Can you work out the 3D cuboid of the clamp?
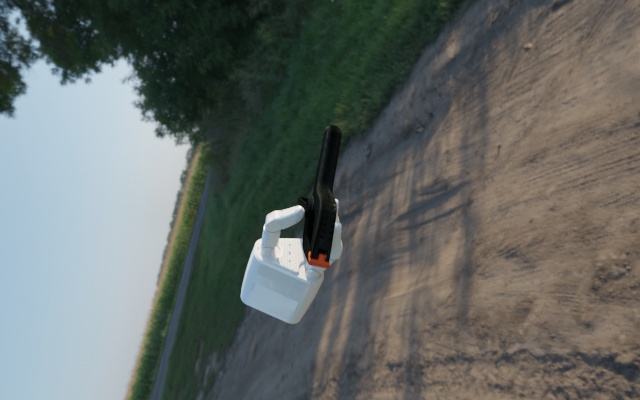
[{"bbox_3d":[-0.001,0.003,0.675,0.036,0.165,0.209,12,36,-12],"label":"clamp"}]
